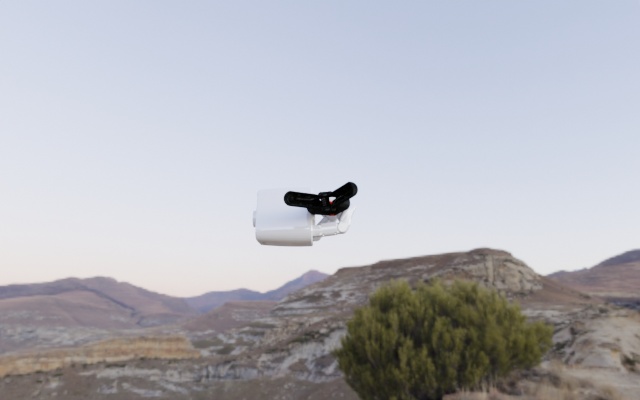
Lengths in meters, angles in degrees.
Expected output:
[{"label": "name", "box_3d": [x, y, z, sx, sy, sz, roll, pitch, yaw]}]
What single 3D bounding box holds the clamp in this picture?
[{"label": "clamp", "box_3d": [0.000, 0.002, 0.832, 0.120, 0.039, 0.171, -1, -14, 0]}]
